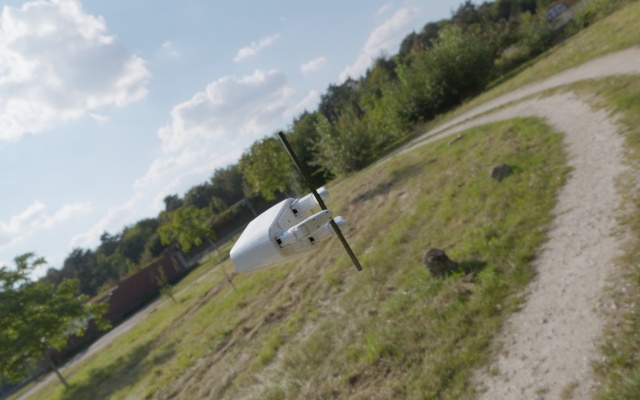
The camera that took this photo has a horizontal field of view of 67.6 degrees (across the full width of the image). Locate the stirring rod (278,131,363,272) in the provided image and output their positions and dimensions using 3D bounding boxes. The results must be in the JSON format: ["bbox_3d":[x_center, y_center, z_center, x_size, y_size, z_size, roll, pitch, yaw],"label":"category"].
[{"bbox_3d":[0.000,0.002,0.717,0.011,0.239,0.011,-30,4,2],"label":"stirring rod"}]
